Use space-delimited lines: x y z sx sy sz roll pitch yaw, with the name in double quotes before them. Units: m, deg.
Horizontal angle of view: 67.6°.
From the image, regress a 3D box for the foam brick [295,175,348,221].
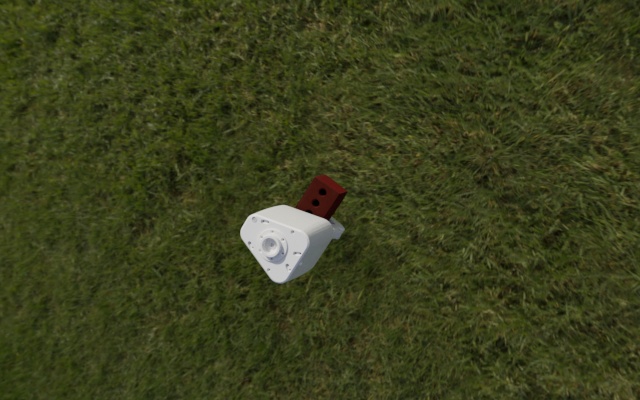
"foam brick" 0.000 0.002 0.810 0.053 0.078 0.051 36 15 13
